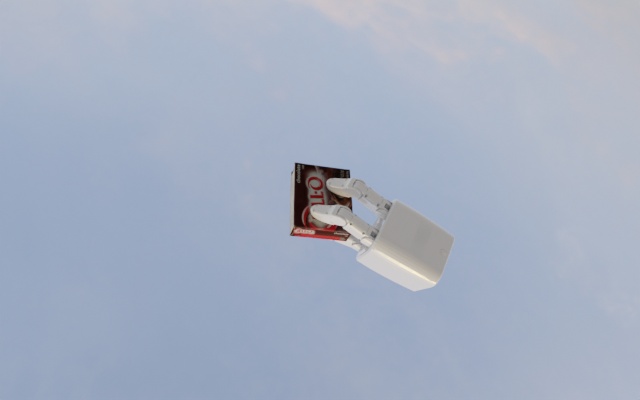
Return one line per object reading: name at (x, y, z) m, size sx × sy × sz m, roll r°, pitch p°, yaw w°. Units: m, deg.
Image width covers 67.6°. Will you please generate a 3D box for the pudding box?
pudding box at (0.000, 0.002, 0.723) m, size 0.090 × 0.113 × 0.039 m, roll 7°, pitch -32°, yaw -15°
